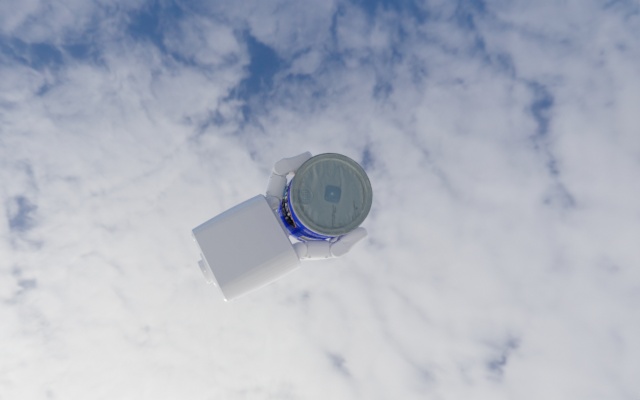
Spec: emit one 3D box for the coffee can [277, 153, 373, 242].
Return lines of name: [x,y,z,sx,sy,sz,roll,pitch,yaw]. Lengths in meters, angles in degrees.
coffee can: [0.000,0.002,0.645,0.103,0.103,0.140,0,-9,-12]
